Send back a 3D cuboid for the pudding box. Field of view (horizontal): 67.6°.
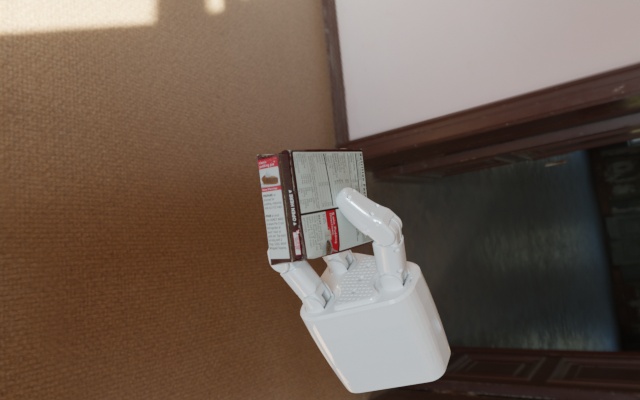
[{"bbox_3d":[0.000,0.001,0.411,0.039,0.090,0.113,-8,0,34],"label":"pudding box"}]
